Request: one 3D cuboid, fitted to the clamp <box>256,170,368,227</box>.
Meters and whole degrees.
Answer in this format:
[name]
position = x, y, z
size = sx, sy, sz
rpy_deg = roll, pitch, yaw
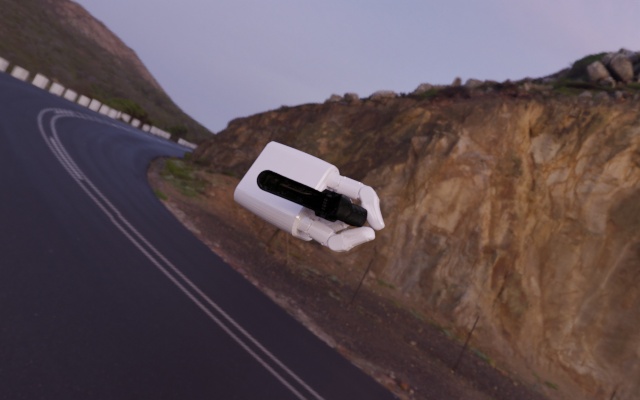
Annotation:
[clamp]
position = 0.000, 0.001, 0.582
size = 0.120, 0.039, 0.171
rpy_deg = 26, -3, 20
